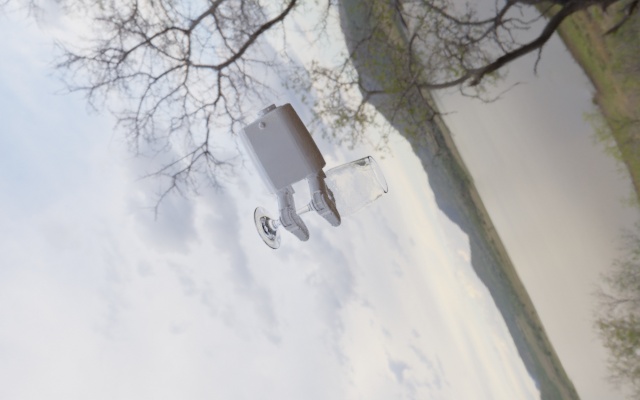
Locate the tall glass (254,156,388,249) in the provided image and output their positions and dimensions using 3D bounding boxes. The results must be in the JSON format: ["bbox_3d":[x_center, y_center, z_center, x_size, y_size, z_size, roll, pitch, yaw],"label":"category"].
[{"bbox_3d":[0.000,0.003,0.731,0.201,0.079,0.079,-26,-8,18],"label":"tall glass"}]
